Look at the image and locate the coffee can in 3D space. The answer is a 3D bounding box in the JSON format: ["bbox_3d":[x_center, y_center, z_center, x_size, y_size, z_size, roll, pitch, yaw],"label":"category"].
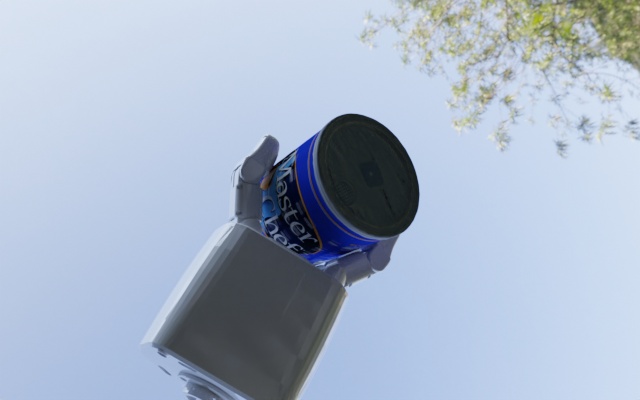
[{"bbox_3d":[0.000,0.001,0.418,0.103,0.102,0.140,0,-19,-37],"label":"coffee can"}]
